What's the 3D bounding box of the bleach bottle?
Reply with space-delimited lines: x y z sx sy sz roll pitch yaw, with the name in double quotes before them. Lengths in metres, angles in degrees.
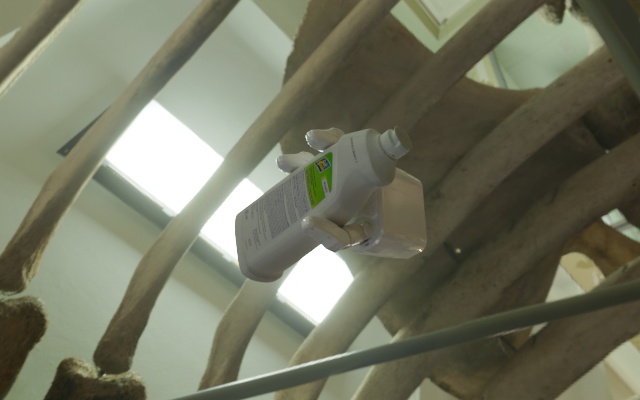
"bleach bottle" 0.000 0.002 0.552 0.068 0.102 0.251 17 -40 -44
